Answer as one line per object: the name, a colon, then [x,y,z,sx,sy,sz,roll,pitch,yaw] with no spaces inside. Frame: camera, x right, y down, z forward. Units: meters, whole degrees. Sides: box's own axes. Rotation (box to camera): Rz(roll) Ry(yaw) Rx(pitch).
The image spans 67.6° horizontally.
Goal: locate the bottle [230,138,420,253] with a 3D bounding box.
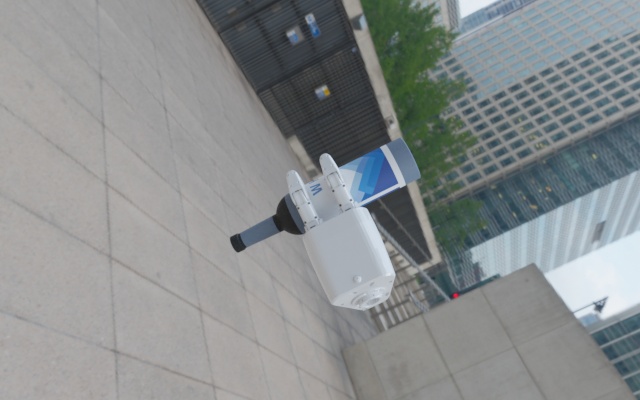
bottle: [0.000,0.002,0.712,0.296,0.069,0.069,-26,-3,5]
